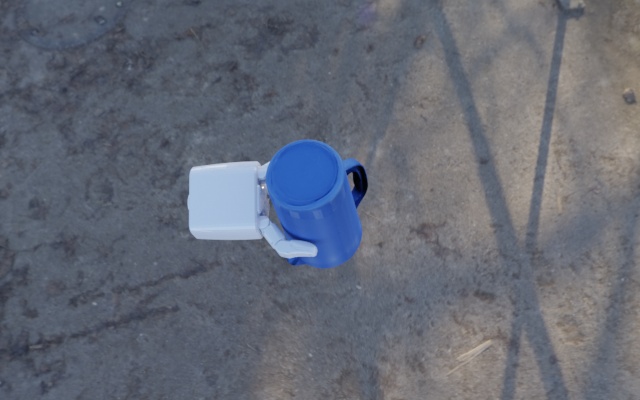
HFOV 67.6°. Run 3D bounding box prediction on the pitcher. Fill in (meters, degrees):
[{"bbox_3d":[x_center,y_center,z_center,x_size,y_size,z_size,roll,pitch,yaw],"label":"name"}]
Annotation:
[{"bbox_3d":[0.000,0.002,0.739,0.145,0.149,0.243,-1,-23,7],"label":"pitcher"}]
